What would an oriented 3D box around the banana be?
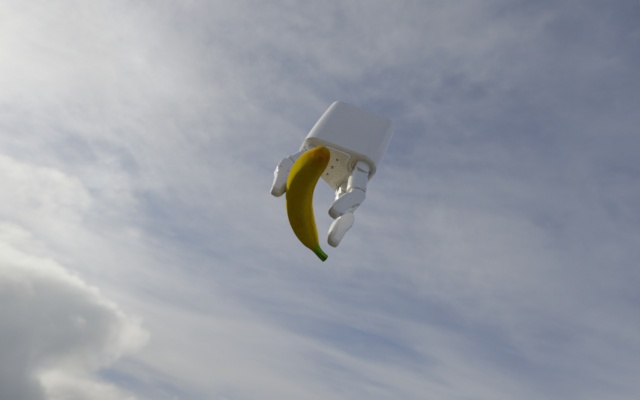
[{"bbox_3d":[-0.016,-0.002,0.627,0.069,0.198,0.037,21,49,21],"label":"banana"}]
